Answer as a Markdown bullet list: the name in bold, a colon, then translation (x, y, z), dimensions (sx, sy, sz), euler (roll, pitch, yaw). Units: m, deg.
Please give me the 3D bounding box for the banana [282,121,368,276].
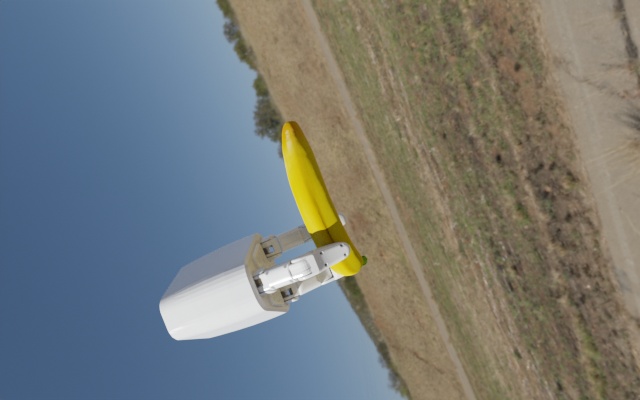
- **banana**: translation (0.002, 0.013, 0.510), dimensions (0.037, 0.198, 0.069), euler (-22, 24, 10)
